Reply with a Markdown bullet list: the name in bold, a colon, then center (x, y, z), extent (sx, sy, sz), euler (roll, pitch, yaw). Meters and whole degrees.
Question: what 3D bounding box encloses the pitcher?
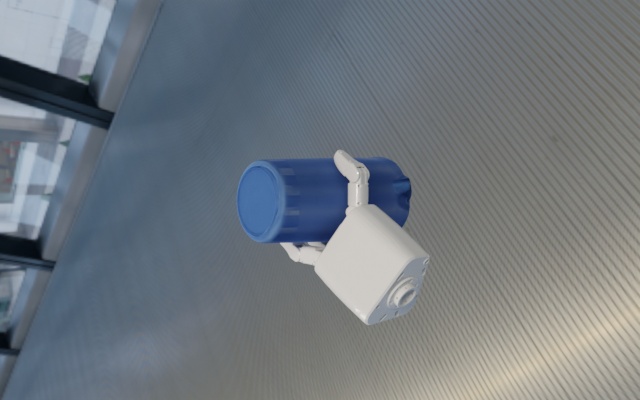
- **pitcher**: center (0.000, 0.002, 0.695), extent (0.243, 0.149, 0.145), euler (-1, 33, -42)
